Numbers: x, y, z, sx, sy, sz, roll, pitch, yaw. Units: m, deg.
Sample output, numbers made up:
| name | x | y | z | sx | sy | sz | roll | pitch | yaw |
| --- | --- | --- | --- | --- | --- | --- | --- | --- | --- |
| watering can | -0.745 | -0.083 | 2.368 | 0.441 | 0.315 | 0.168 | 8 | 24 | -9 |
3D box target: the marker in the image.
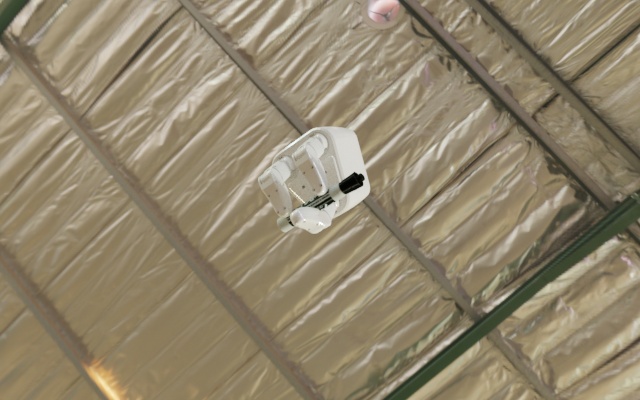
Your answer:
| name | x | y | z | sx | sy | sz | roll | pitch | yaw |
| --- | --- | --- | --- | --- | --- | --- | --- | --- | --- |
| marker | 0.000 | 0.002 | 0.552 | 0.121 | 0.020 | 0.020 | -32 | -14 | 25 |
